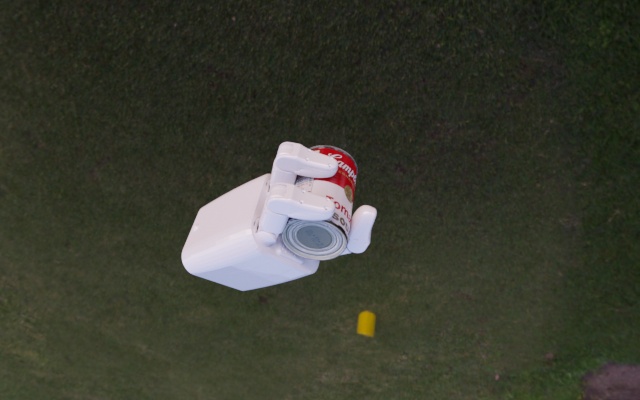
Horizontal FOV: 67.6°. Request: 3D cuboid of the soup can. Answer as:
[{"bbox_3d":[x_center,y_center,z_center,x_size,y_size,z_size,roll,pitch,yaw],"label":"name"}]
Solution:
[{"bbox_3d":[0.001,0.002,0.492,0.068,0.102,0.069,6,-42,5],"label":"soup can"}]
